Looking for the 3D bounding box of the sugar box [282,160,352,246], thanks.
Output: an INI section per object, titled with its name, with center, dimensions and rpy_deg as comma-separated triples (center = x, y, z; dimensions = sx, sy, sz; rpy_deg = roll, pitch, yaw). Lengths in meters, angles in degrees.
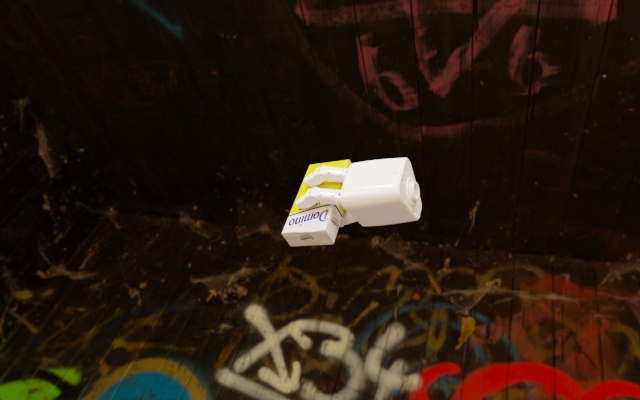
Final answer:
[sugar box]
center = 0.000, 0.002, 0.891
dimensions = 0.093, 0.176, 0.048
rpy_deg = -6, -47, 29
